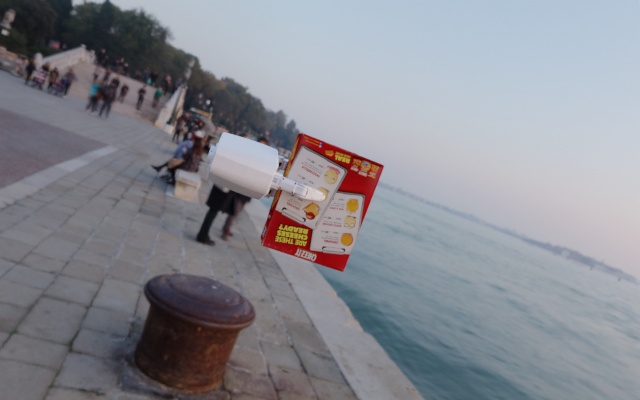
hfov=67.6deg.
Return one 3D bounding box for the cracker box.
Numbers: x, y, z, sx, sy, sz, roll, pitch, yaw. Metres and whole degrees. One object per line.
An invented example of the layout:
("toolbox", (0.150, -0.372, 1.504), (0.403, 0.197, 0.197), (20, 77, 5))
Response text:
("cracker box", (0.000, 0.003, 0.888), (0.164, 0.214, 0.072), (20, 5, -12))
